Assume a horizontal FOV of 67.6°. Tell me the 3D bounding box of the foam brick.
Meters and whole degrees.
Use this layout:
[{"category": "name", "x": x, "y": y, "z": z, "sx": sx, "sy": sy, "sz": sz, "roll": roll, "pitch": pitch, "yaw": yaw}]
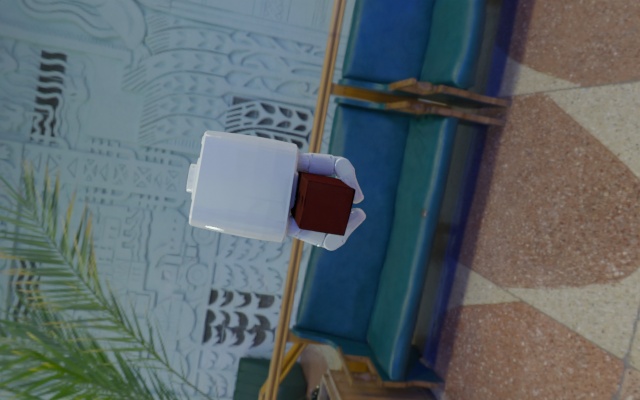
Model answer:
[{"category": "foam brick", "x": 0.000, "y": 0.002, "z": 0.524, "sx": 0.051, "sy": 0.053, "sz": 0.078, "roll": 11, "pitch": 8, "yaw": -12}]
